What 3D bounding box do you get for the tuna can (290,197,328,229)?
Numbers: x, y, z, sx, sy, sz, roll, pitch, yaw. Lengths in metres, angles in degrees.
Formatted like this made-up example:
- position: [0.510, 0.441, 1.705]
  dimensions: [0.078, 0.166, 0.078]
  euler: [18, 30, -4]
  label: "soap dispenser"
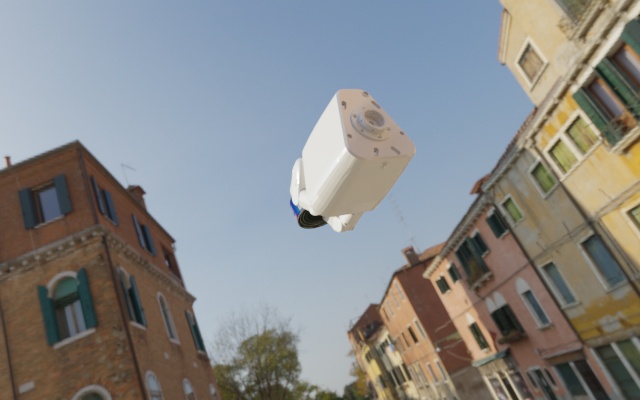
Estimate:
- position: [0.000, 0.002, 0.682]
  dimensions: [0.086, 0.033, 0.086]
  euler: [-22, -28, -12]
  label: "tuna can"
